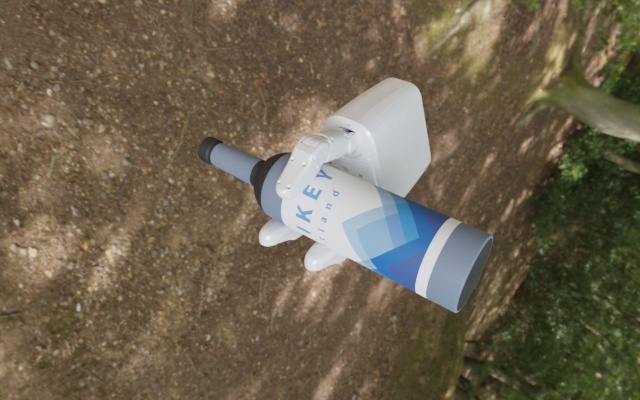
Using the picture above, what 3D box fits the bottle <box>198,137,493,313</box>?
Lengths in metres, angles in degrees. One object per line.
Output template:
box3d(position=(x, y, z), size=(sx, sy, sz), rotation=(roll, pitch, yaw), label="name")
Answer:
box3d(position=(0.000, 0.002, 0.433), size=(0.295, 0.069, 0.069), rotation=(25, 12, 27), label="bottle")
